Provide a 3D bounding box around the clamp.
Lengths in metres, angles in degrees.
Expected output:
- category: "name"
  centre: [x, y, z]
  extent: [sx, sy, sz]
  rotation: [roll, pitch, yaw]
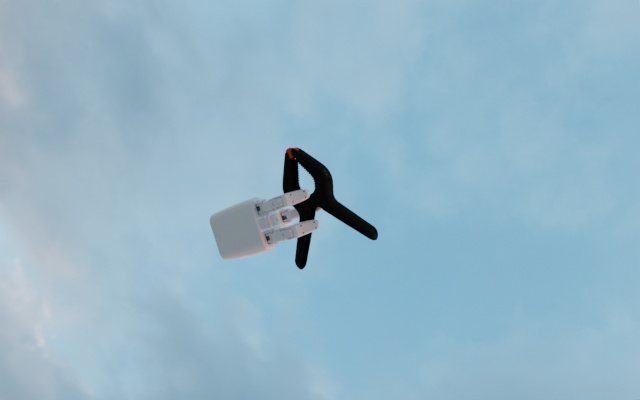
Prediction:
- category: "clamp"
  centre: [0.000, 0.002, 0.821]
  extent: [0.164, 0.210, 0.036]
  rotation: [-17, 0, 25]
